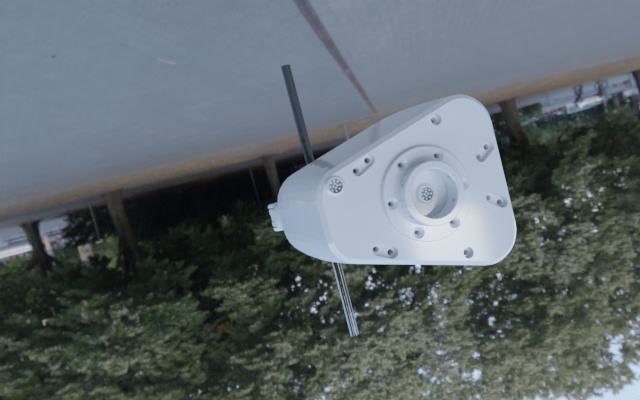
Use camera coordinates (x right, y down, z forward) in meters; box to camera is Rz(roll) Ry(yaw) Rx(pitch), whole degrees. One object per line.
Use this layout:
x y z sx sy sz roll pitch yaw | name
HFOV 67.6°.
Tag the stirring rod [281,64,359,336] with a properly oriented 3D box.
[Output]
0.000 0.001 0.414 0.011 0.239 0.011 -14 3 1 | stirring rod
